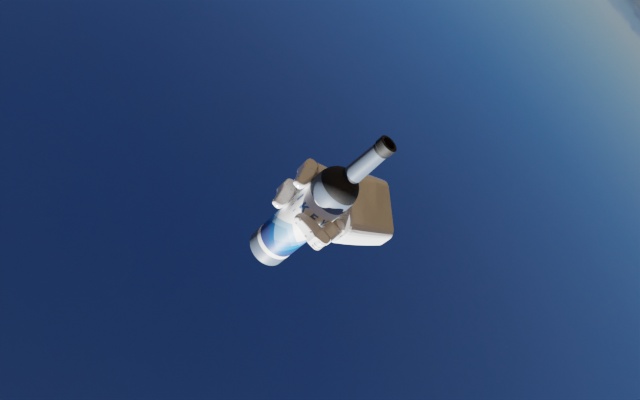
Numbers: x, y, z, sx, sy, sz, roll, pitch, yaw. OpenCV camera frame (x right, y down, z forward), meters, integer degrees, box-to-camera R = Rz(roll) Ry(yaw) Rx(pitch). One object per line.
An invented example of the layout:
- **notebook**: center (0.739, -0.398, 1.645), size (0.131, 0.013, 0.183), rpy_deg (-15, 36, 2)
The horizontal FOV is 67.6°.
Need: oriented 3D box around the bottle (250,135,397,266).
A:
- **bottle**: center (0.000, 0.002, 0.710), size (0.069, 0.069, 0.296), rpy_deg (0, -32, -46)
